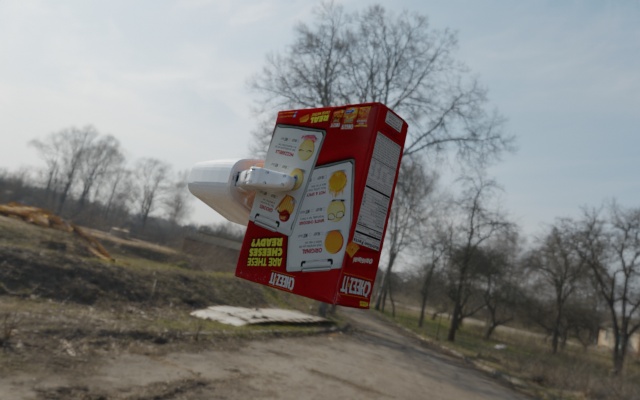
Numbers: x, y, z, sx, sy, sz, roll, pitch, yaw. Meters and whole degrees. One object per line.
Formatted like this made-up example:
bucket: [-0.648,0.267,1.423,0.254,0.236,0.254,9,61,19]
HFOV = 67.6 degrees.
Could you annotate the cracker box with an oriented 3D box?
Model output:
cracker box: [0.000,0.002,0.552,0.164,0.213,0.072,5,-11,44]
